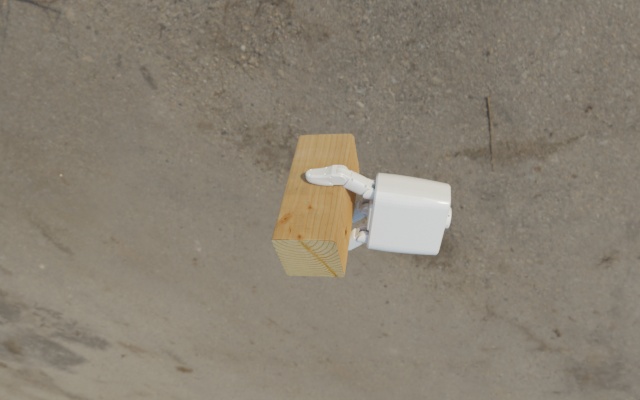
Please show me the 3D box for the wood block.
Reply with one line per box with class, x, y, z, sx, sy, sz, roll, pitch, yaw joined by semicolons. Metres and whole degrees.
wood block;0.000;0.002;0.719;0.090;0.206;0.091;0;-40;13
